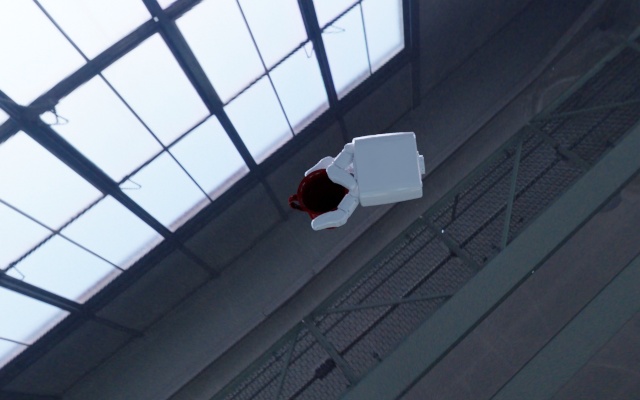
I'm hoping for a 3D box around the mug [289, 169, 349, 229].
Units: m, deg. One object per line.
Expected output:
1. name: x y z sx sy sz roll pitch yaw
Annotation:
1. mug: -0.001 0.003 0.876 0.117 0.093 0.081 -7 -28 10
